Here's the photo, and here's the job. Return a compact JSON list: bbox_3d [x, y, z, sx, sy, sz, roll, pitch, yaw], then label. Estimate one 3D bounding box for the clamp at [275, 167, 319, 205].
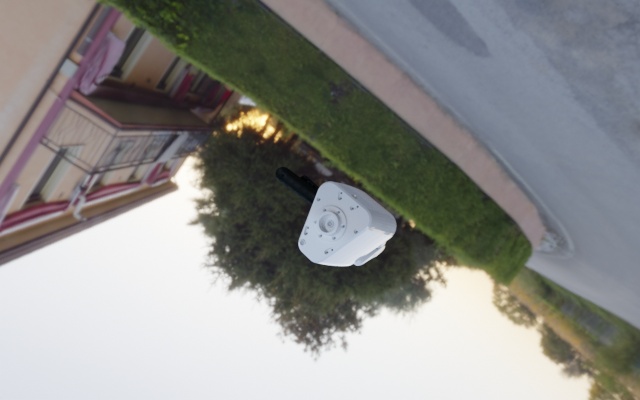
[{"bbox_3d":[0.000,0.003,0.782,0.171,0.039,0.120,39,12,25],"label":"clamp"}]
